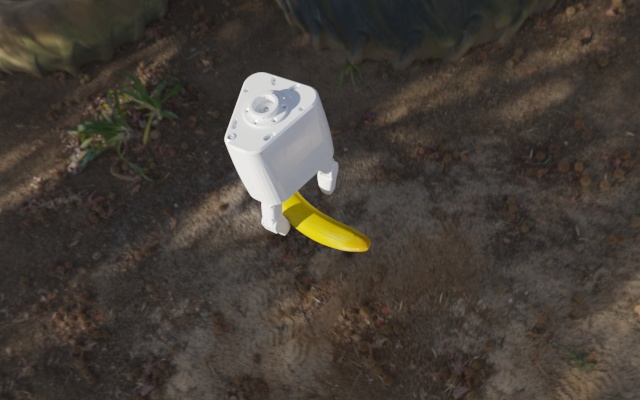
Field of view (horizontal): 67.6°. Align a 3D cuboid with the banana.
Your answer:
[{"bbox_3d":[-0.017,0.010,0.652,0.069,0.197,0.037,-34,-30,-15],"label":"banana"}]
